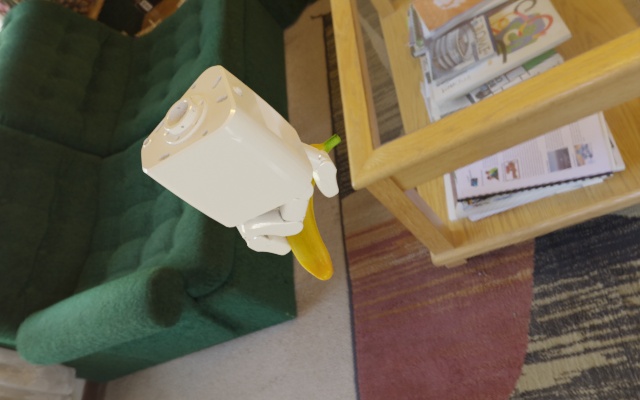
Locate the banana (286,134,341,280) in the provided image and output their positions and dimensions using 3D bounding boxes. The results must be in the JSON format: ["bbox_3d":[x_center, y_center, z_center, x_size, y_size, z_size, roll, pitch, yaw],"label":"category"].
[{"bbox_3d":[-0.015,0.004,0.563,0.069,0.197,0.037,-17,-36,30],"label":"banana"}]
